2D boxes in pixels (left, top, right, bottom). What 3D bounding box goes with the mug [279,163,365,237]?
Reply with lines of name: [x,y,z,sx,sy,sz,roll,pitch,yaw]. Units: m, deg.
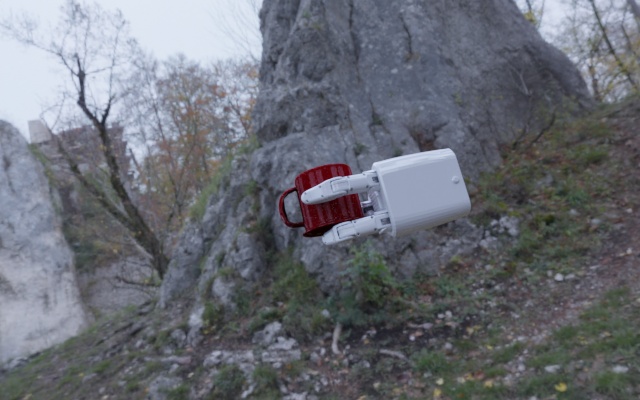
mug: [-0.001,0.002,0.657,0.117,0.081,0.093,-12,-12,-8]
